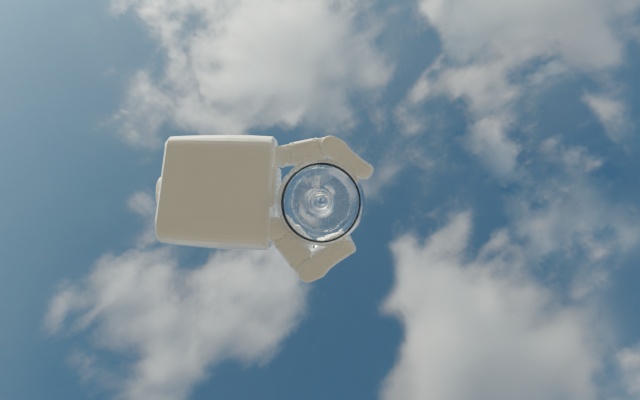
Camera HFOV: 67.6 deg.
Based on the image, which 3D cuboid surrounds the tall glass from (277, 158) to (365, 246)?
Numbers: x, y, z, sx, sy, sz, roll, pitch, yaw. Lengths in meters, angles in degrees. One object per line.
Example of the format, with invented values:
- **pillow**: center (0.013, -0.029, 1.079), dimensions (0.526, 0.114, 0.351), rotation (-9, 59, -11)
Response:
- **tall glass**: center (0.000, 0.001, 0.464), dimensions (0.079, 0.079, 0.201), rotation (0, 0, 0)
